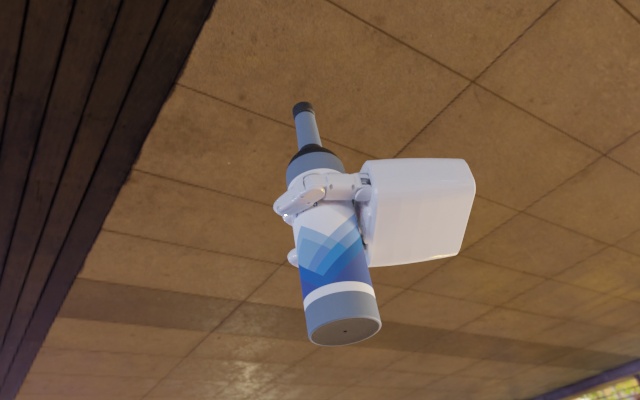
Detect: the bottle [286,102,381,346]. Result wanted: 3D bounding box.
[{"bbox_3d":[0.000,0.002,0.514,0.069,0.295,0.069,-7,-37,-5],"label":"bottle"}]
